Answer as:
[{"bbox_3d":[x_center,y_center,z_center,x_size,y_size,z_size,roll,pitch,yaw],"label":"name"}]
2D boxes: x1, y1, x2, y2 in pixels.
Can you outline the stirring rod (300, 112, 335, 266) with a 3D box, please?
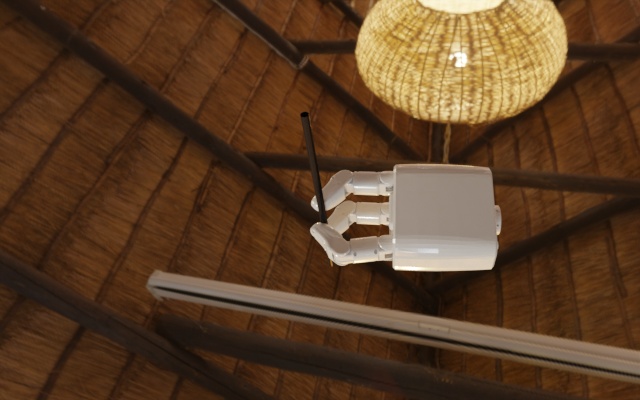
[{"bbox_3d":[0.000,0.002,0.519,0.011,0.011,0.240,0,-41,9],"label":"stirring rod"}]
